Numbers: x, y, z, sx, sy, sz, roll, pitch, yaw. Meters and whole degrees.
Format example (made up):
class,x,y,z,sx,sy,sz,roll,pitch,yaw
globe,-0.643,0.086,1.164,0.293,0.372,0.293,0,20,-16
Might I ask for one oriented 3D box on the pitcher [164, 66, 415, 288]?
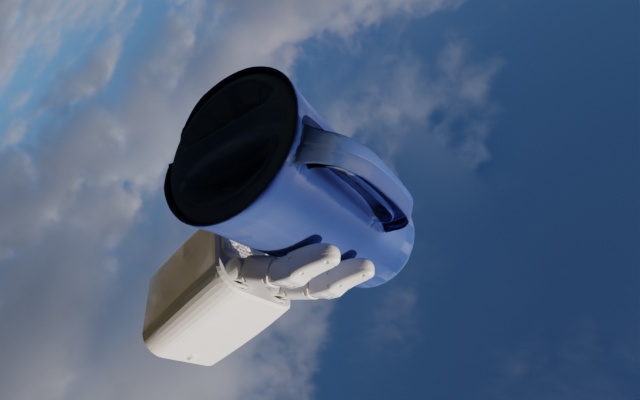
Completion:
class,x,y,z,sx,sy,sz,roll,pitch,yaw
pitcher,0.000,0.001,0.432,0.145,0.149,0.243,-41,-40,13
